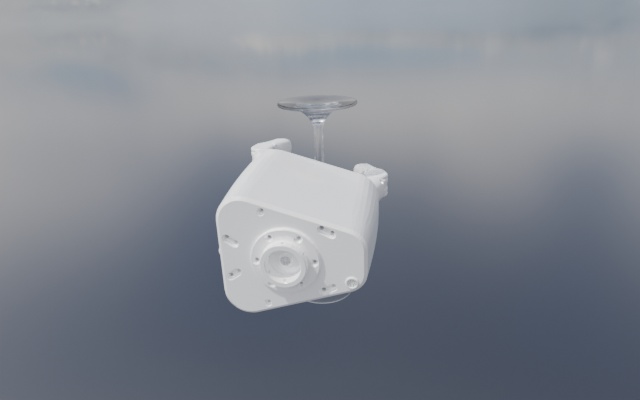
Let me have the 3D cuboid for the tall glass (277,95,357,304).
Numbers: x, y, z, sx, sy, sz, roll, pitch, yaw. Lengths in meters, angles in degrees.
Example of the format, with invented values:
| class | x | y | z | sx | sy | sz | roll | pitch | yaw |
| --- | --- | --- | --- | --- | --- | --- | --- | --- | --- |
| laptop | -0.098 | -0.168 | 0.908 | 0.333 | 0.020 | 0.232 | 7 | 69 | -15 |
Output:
| class | x | y | z | sx | sy | sz | roll | pitch | yaw |
| --- | --- | --- | --- | --- | --- | --- | --- | --- | --- |
| tall glass | 0.000 | 0.001 | 0.477 | 0.079 | 0.201 | 0.079 | -2 | 22 | 1 |
